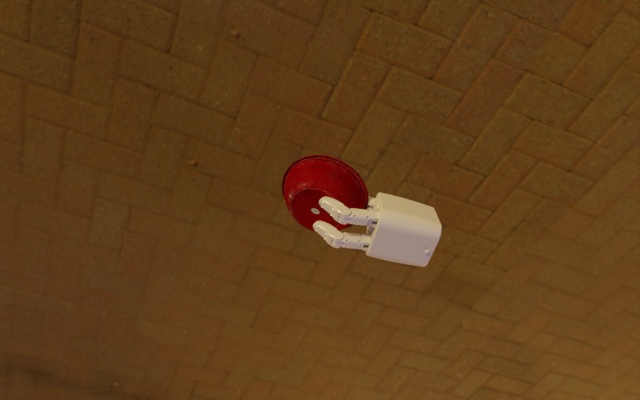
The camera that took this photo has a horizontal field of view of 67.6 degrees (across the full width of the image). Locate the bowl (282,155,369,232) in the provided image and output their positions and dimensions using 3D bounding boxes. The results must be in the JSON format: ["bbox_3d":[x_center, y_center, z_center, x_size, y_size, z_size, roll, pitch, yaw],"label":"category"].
[{"bbox_3d":[-0.001,0.003,0.838,0.162,0.162,0.055,0,34,19],"label":"bowl"}]
